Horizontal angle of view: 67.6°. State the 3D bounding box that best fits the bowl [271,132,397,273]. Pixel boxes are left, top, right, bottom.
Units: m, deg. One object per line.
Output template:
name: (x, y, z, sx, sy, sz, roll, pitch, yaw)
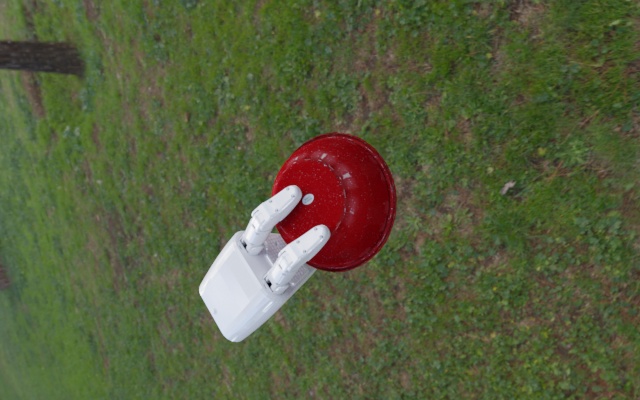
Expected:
bowl: (0.001, 0.001, 0.531, 0.162, 0.162, 0.055, 0, -1, 31)
